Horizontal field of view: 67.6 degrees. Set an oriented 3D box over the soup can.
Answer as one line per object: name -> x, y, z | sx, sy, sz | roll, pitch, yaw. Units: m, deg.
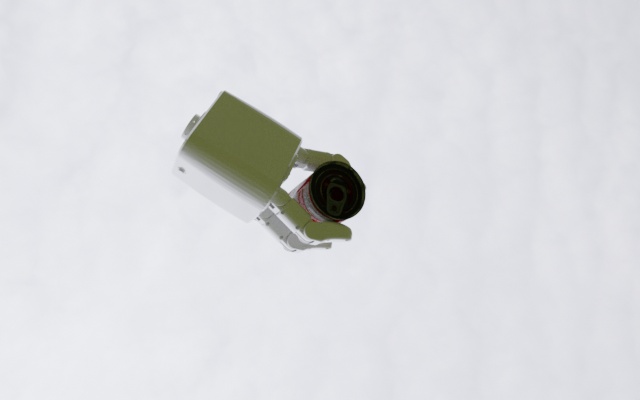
soup can -> 0.000, 0.002, 0.567 | 0.068, 0.068, 0.102 | 0, -16, -24
